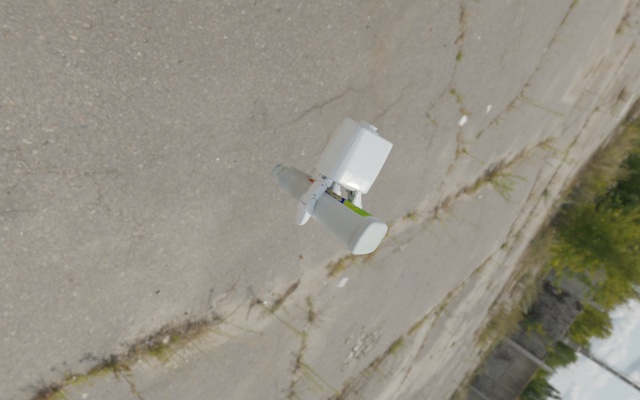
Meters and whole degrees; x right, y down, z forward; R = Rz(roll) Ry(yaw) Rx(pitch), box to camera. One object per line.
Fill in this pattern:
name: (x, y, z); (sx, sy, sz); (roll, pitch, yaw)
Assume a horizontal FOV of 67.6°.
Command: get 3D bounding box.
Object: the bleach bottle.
bleach bottle: (0.000, 0.003, 0.887); (0.250, 0.068, 0.102); (36, 12, 27)
